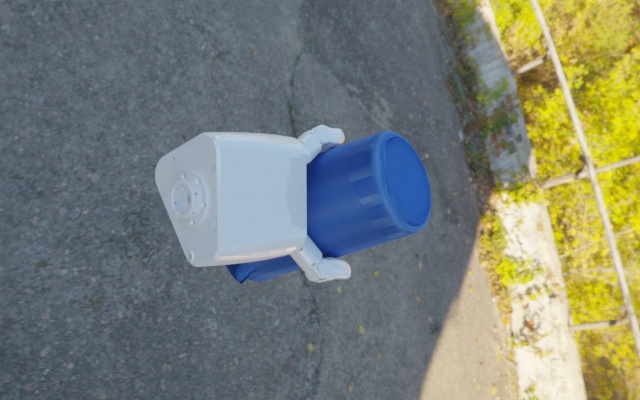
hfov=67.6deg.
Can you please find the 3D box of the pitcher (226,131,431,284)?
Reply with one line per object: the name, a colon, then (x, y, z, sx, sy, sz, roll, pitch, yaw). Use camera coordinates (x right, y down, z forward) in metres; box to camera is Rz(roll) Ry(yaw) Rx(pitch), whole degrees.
pitcher: (0.000, 0.002, 0.556, 0.243, 0.149, 0.145, -19, -11, 37)
